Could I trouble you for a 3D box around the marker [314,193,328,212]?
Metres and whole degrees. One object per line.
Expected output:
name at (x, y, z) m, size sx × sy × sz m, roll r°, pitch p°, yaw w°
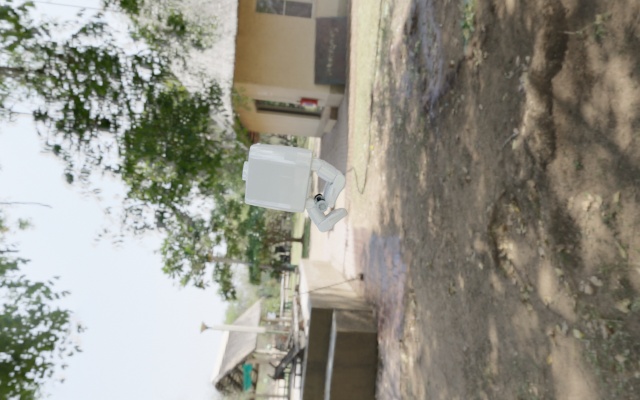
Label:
marker at (0.000, 0.003, 0.860) m, size 0.020 × 0.020 × 0.121 m, roll 0°, pitch 8°, yaw -3°
